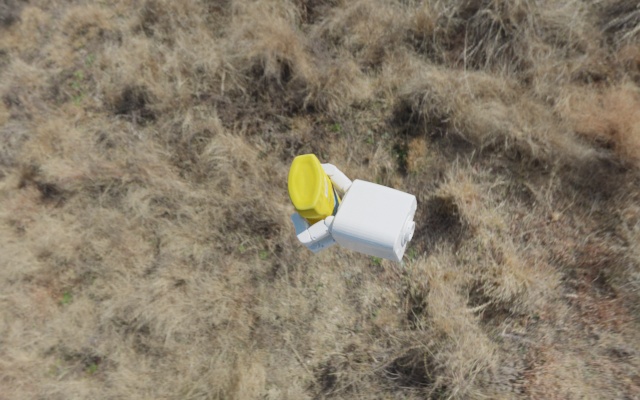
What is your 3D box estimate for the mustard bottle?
[{"bbox_3d":[0.000,0.003,0.818,0.058,0.096,0.192,-9,-23,13],"label":"mustard bottle"}]
